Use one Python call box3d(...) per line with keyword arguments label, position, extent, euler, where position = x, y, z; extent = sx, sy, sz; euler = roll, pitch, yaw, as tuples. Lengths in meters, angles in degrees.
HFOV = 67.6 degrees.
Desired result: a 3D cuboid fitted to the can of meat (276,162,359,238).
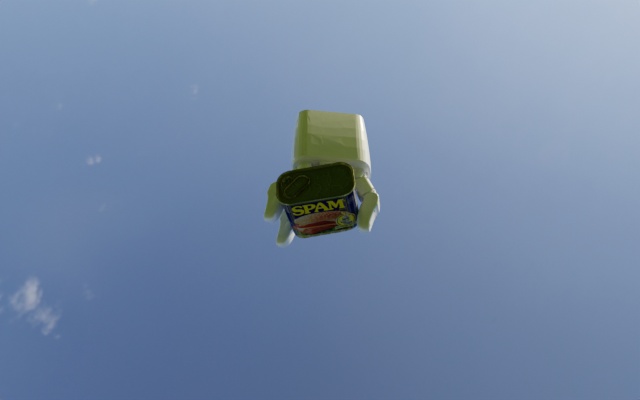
box3d(label="can of meat", position=(0.000, 0.002, 0.640), extent=(0.102, 0.057, 0.084), euler=(-9, -39, 6))
